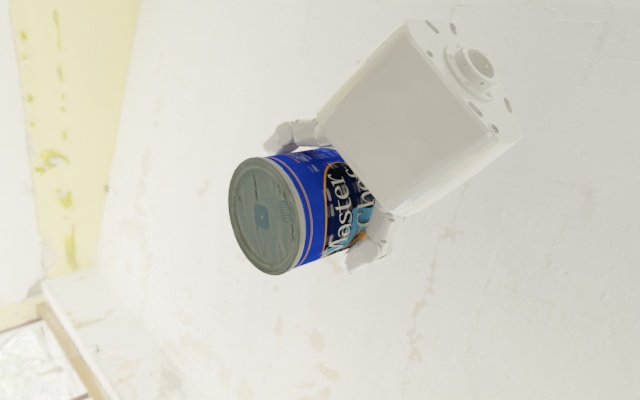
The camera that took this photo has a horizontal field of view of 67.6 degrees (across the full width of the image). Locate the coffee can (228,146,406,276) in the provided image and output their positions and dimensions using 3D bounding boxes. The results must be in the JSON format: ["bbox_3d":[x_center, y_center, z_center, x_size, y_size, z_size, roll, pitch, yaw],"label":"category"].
[{"bbox_3d":[0.000,0.002,0.449,0.140,0.103,0.103,-14,9,-41],"label":"coffee can"}]
